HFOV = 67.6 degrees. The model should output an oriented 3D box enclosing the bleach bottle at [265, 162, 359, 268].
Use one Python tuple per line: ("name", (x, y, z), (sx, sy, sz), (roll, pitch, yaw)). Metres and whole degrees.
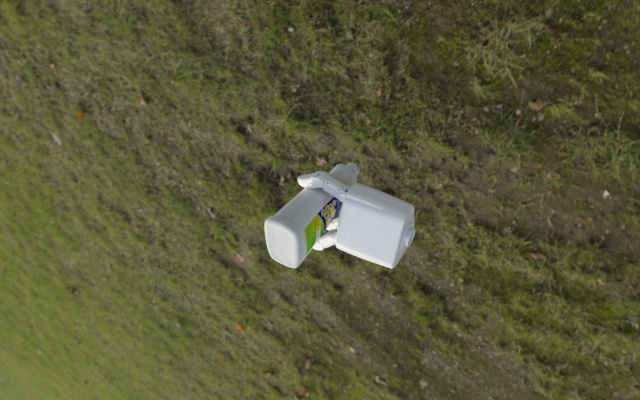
("bleach bottle", (0.000, 0.003, 0.853), (0.068, 0.103, 0.250), (21, 46, 23))
